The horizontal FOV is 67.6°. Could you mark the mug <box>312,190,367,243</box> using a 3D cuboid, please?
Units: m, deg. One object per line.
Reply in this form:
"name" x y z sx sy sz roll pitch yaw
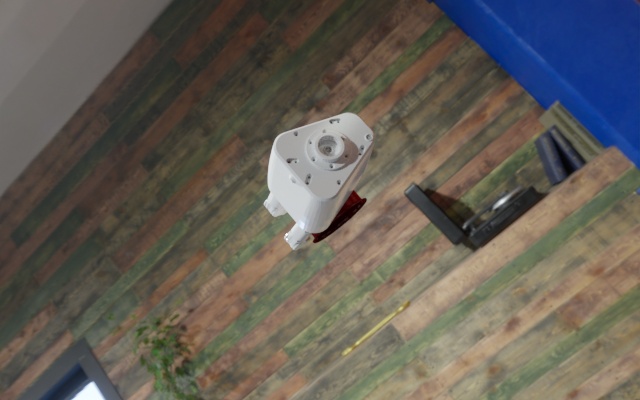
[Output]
"mug" 0.000 0.002 0.661 0.093 0.081 0.117 -36 -12 -19
